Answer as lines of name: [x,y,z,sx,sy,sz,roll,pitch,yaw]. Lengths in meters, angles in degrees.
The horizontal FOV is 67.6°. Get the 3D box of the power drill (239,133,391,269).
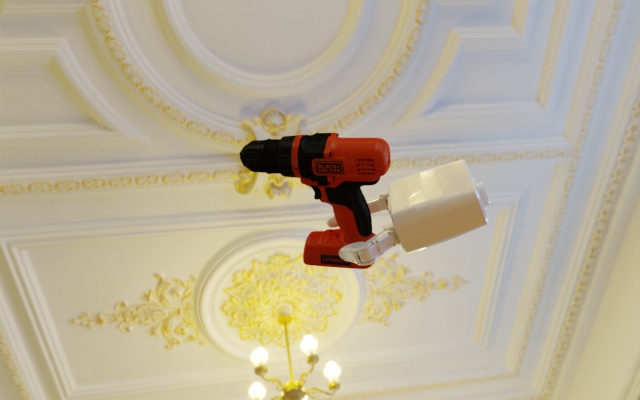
power drill: [0.000,0.002,0.608,0.184,0.188,0.057,3,40,17]
